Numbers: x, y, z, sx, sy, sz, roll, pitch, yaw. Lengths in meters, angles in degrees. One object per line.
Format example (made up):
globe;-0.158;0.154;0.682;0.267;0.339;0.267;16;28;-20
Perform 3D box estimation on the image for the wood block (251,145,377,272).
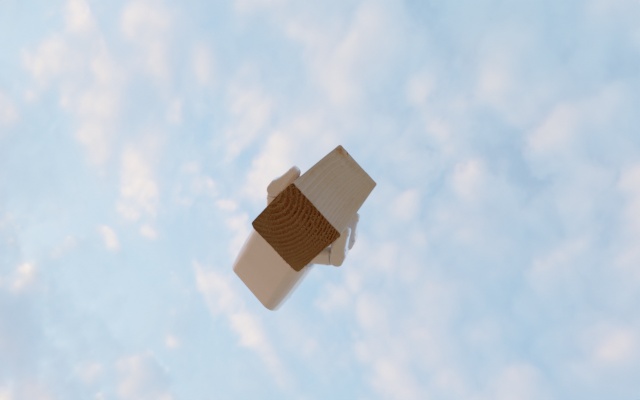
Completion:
wood block;0.000;0.002;0.688;0.090;0.091;0.206;-43;2;27
